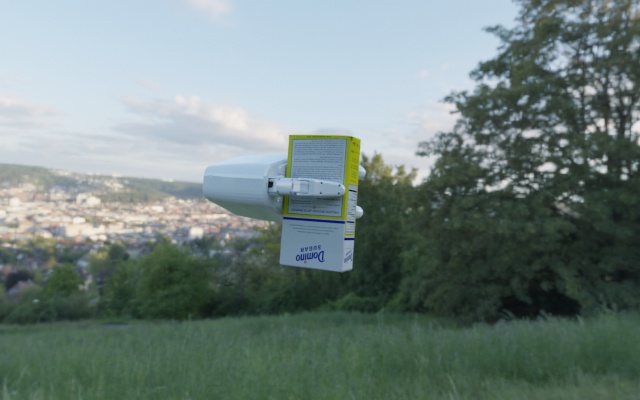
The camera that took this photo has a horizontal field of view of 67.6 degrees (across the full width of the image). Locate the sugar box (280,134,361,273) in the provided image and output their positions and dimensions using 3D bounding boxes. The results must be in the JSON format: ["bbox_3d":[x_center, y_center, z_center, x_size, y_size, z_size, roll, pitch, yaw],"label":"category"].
[{"bbox_3d":[0.000,0.002,0.636,0.093,0.176,0.048,4,1,25],"label":"sugar box"}]
